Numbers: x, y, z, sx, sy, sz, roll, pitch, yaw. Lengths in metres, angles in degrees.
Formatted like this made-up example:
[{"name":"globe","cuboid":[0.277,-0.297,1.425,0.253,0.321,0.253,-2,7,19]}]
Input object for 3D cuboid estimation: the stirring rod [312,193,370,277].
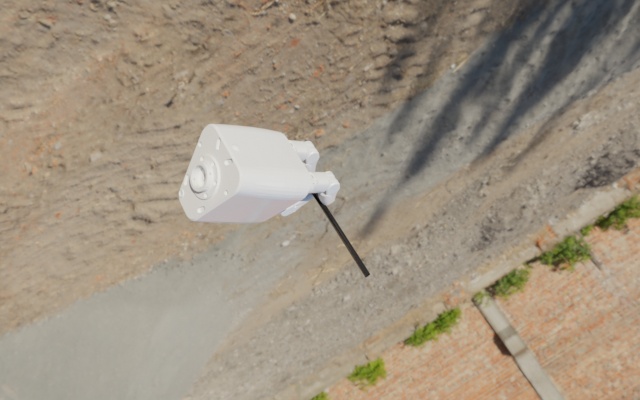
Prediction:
[{"name":"stirring rod","cuboid":[0.000,0.002,0.648,0.011,0.239,0.011,-26,-25,-14]}]
